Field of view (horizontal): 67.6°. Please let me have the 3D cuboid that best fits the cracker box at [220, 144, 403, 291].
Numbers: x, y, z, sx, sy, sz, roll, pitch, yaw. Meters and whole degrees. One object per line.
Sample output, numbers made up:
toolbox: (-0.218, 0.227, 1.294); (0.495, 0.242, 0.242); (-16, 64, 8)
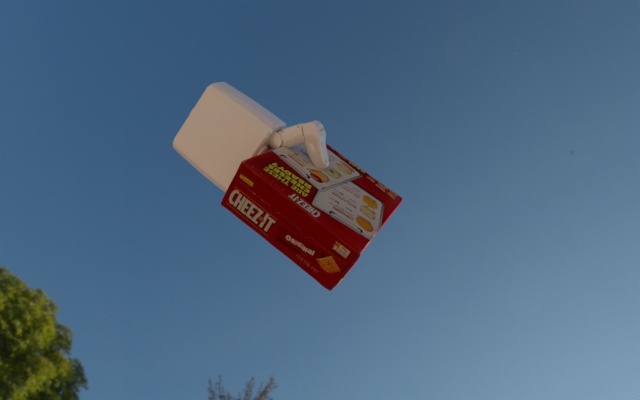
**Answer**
cracker box: (0.000, 0.002, 0.610); (0.164, 0.072, 0.213); (37, 26, 8)
